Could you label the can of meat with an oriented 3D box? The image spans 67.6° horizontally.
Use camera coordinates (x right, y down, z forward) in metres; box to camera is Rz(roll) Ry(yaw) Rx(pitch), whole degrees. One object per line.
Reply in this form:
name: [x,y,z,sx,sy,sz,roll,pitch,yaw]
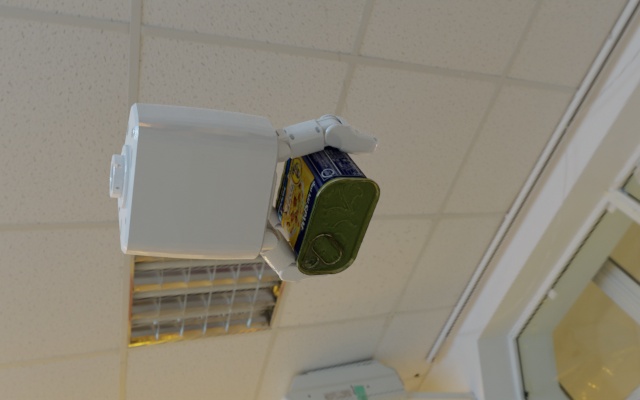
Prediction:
can of meat: [0.000,0.001,0.429,0.057,0.102,0.084,0,35,-26]
